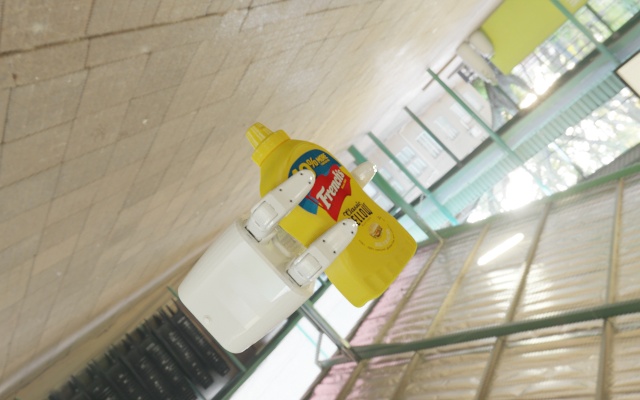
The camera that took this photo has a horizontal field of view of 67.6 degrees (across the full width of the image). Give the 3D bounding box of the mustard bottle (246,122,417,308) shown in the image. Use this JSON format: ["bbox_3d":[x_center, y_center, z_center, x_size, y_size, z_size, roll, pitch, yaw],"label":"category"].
[{"bbox_3d":[0.000,0.001,0.449,0.096,0.191,0.058,-40,-4,-44],"label":"mustard bottle"}]
